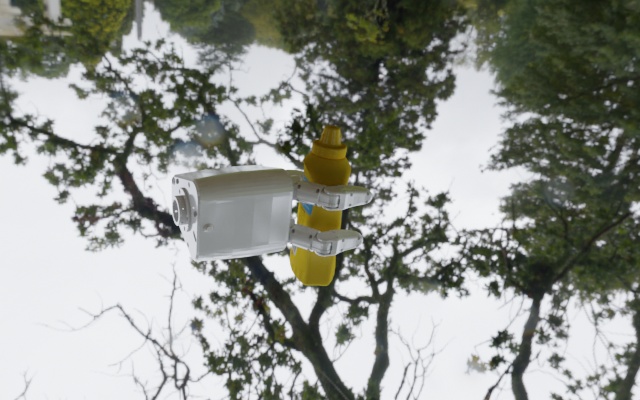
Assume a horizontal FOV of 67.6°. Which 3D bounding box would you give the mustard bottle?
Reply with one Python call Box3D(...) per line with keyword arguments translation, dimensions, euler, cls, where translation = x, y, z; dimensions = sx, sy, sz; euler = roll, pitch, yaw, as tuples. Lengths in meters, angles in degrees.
Box3D(translation=(0.000, 0.002, 0.590), dimensions=(0.058, 0.192, 0.096), euler=(4, 23, -10), cls="mustard bottle")
